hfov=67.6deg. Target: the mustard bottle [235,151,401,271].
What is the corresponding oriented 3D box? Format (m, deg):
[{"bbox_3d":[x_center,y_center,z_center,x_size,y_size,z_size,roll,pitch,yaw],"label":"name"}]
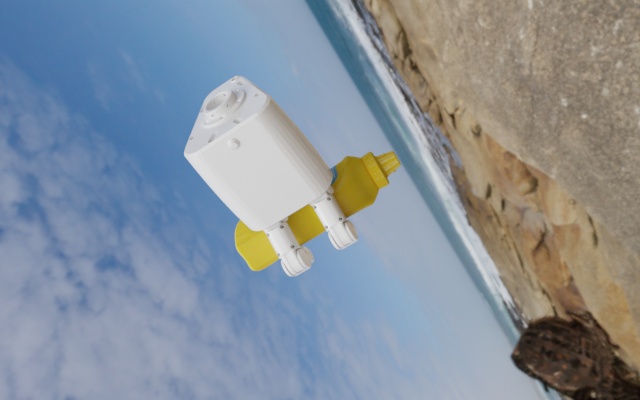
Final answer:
[{"bbox_3d":[0.000,0.002,0.524,0.191,0.058,0.096,-31,13,10],"label":"mustard bottle"}]
